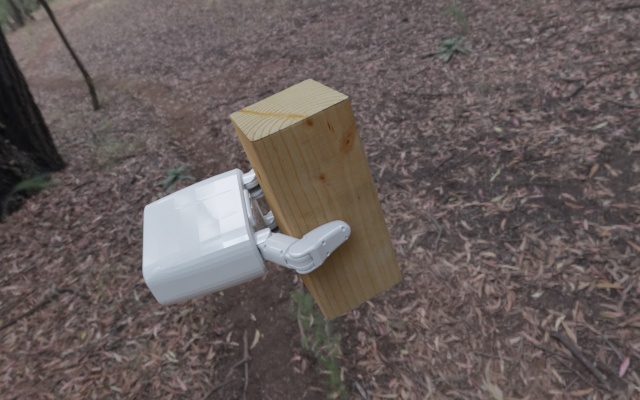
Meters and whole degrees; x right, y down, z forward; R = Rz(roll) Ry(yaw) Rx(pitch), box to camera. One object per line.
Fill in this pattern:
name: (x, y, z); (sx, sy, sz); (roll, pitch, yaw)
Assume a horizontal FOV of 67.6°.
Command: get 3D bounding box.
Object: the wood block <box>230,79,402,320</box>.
wood block: (0.000, 0.002, 0.468); (0.090, 0.206, 0.090); (-27, 31, -10)
